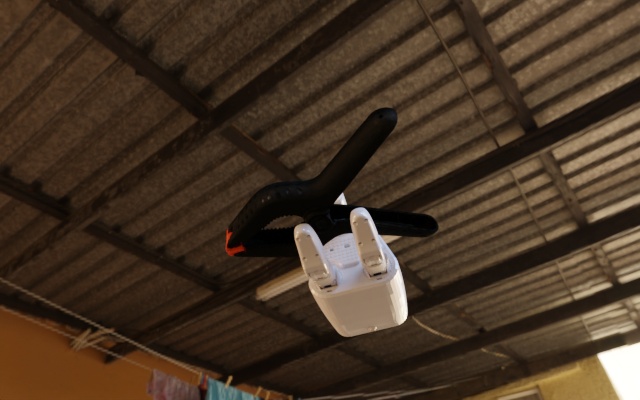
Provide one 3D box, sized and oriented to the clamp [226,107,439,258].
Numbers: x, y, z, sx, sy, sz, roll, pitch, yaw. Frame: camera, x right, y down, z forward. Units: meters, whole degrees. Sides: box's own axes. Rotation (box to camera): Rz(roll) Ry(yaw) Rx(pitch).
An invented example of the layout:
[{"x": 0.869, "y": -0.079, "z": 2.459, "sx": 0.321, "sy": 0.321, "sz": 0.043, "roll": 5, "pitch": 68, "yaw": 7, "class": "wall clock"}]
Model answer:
[{"x": 0.000, "y": 0.001, "z": 0.456, "sx": 0.210, "sy": 0.036, "sz": 0.165, "roll": -15, "pitch": -47, "yaw": 8, "class": "clamp"}]
